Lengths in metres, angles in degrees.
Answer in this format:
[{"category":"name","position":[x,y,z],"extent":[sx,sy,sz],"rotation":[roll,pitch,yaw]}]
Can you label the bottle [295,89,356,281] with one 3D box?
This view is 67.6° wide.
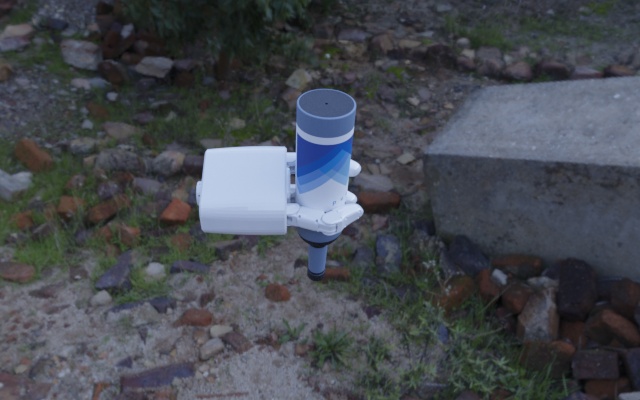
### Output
[{"category":"bottle","position":[0.000,0.002,0.628],"extent":[0.069,0.296,0.069],"rotation":[2,41,-2]}]
